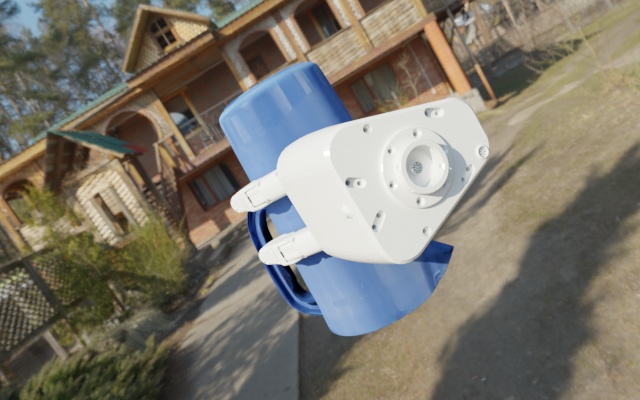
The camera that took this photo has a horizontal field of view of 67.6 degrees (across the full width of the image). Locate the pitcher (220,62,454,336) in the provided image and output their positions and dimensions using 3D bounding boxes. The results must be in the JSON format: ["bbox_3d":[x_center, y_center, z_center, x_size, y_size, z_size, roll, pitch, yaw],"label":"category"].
[{"bbox_3d":[0.000,0.002,0.469,0.149,0.243,0.145,-33,9,-16],"label":"pitcher"}]
